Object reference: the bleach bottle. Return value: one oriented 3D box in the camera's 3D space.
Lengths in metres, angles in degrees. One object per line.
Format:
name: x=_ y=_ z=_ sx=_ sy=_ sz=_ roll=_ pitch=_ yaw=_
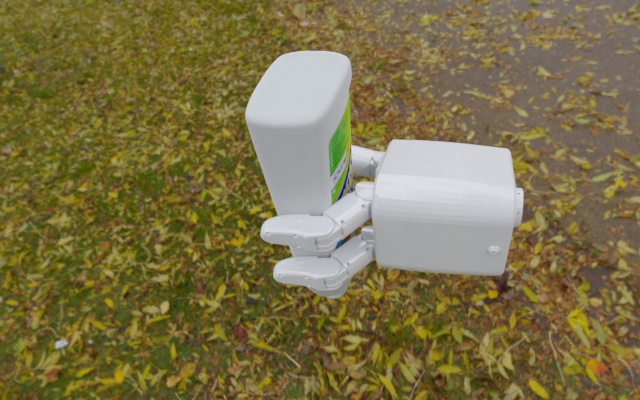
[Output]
bleach bottle: x=0.000 y=0.001 z=0.438 sx=0.068 sy=0.102 sz=0.251 roll=6 pitch=-43 yaw=17
